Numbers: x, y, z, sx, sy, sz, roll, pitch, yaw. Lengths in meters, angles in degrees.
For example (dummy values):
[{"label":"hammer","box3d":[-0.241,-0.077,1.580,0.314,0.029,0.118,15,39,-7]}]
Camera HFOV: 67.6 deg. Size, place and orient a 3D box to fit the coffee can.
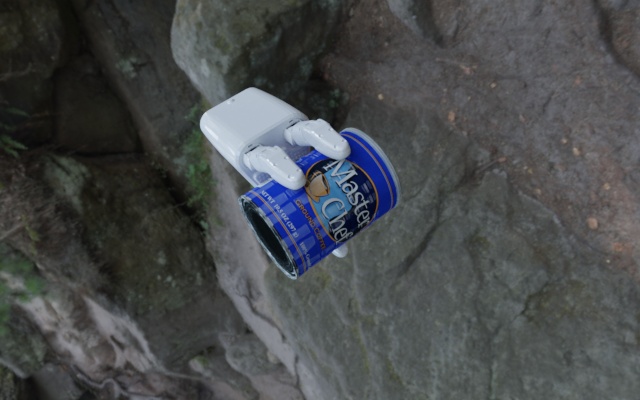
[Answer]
[{"label":"coffee can","box3d":[0.000,0.002,0.506,0.140,0.103,0.103,-34,12,-18]}]
